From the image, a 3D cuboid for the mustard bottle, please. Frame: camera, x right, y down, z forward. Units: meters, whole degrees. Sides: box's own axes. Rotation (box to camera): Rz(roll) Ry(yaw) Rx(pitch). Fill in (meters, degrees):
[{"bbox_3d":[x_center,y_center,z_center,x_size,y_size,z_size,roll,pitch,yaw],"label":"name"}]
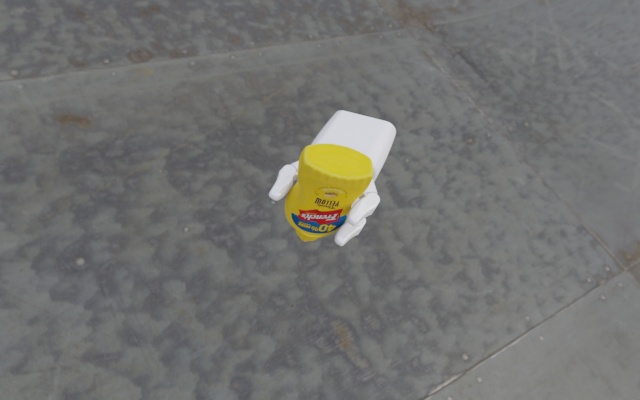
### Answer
[{"bbox_3d":[0.000,0.002,0.681,0.096,0.058,0.192,8,-37,-13],"label":"mustard bottle"}]
